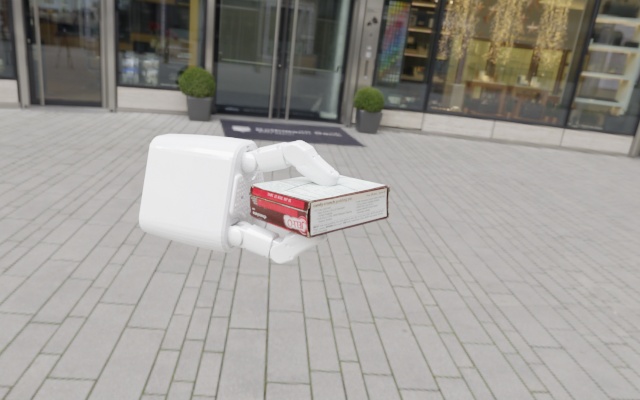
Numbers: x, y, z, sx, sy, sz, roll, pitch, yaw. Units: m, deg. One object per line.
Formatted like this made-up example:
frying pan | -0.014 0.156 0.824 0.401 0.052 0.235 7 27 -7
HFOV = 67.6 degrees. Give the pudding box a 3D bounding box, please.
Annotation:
pudding box | 0.000 0.001 0.476 0.113 0.039 0.090 -13 21 -41
